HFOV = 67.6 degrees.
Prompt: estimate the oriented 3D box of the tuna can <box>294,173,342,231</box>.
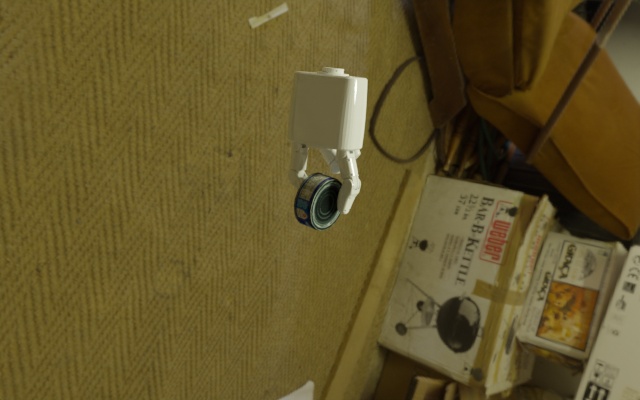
[{"bbox_3d":[0.001,0.003,0.735,0.033,0.086,0.086,21,13,36],"label":"tuna can"}]
